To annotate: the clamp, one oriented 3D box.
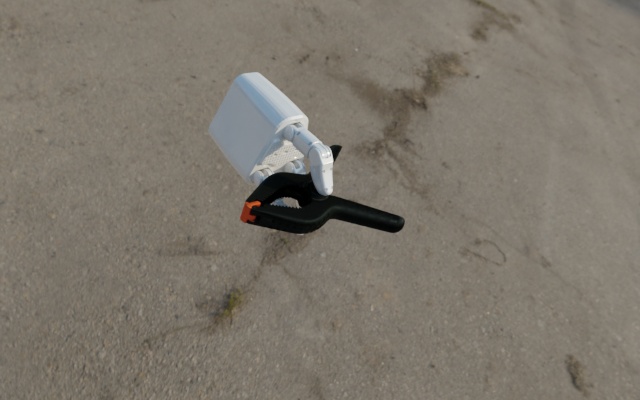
[{"bbox_3d":[0.000,0.001,0.605,0.210,0.036,0.164,-20,56,-41],"label":"clamp"}]
